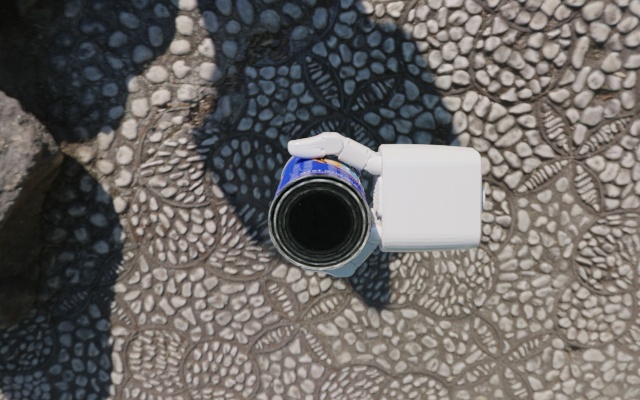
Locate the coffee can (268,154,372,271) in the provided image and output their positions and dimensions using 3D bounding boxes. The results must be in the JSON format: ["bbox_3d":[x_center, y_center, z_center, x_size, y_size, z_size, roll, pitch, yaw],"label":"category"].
[{"bbox_3d":[0.000,0.002,0.534,0.103,0.103,0.140,0,18,1],"label":"coffee can"}]
